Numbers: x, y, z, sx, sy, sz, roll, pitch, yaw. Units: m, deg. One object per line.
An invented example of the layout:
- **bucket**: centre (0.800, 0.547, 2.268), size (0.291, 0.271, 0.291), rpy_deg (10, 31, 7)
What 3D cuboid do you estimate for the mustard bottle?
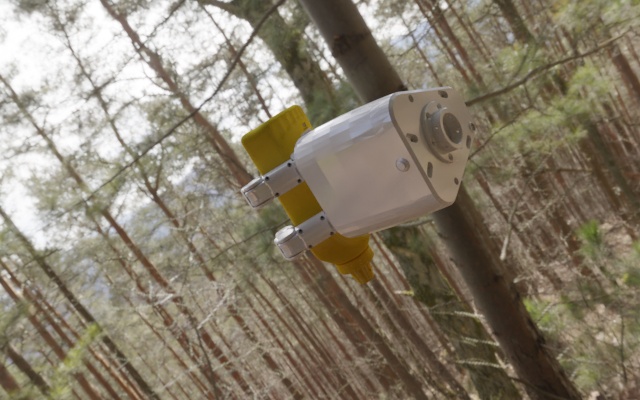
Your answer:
- **mustard bottle**: centre (0.000, 0.001, 0.478), size (0.058, 0.192, 0.096), rpy_deg (-27, 11, 21)
